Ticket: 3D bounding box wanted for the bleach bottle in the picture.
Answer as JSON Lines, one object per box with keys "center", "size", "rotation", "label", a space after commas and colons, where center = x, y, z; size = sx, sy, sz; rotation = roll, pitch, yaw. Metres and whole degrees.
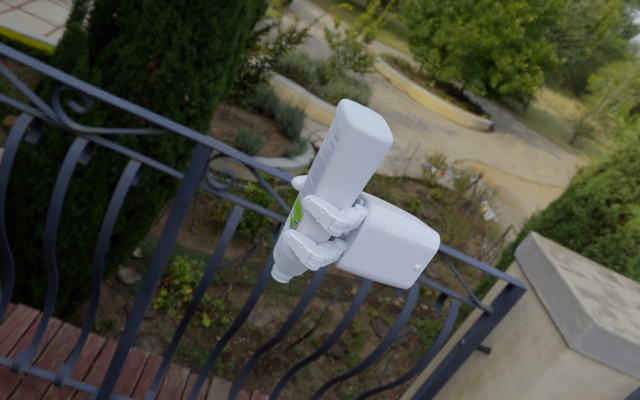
{"center": [0.000, 0.002, 0.616], "size": [0.068, 0.251, 0.102], "rotation": [22, 27, -15], "label": "bleach bottle"}
